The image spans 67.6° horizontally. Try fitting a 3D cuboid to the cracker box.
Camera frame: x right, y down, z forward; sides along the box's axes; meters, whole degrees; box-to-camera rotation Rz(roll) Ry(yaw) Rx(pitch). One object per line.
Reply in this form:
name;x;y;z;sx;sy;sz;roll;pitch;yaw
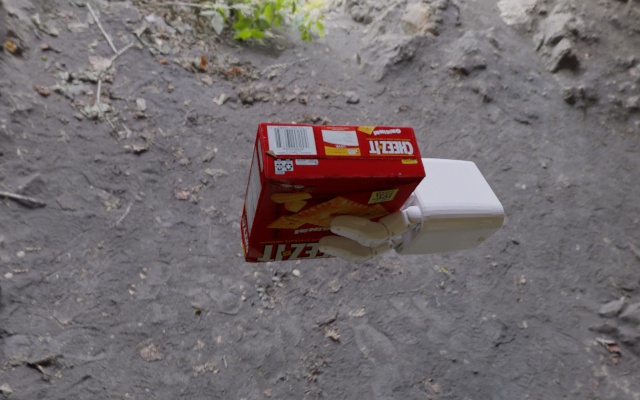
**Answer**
cracker box;0.000;0.002;0.551;0.164;0.072;0.214;-1;-28;-15
